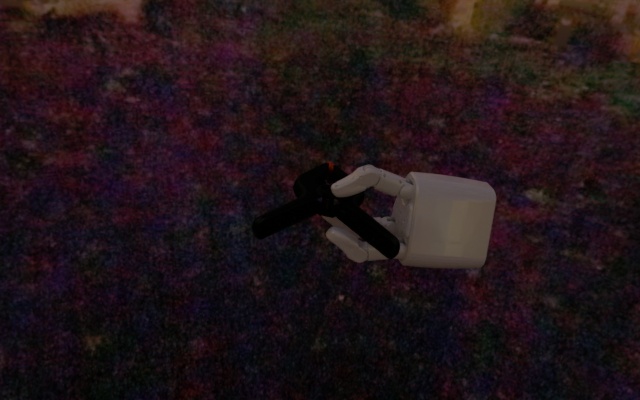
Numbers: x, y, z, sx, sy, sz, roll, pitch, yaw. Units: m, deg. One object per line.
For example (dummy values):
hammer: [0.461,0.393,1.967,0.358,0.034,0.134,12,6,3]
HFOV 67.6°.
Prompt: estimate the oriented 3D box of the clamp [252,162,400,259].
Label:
clamp: [0.000,0.001,0.602,0.164,0.036,0.210,7,27,-9]
